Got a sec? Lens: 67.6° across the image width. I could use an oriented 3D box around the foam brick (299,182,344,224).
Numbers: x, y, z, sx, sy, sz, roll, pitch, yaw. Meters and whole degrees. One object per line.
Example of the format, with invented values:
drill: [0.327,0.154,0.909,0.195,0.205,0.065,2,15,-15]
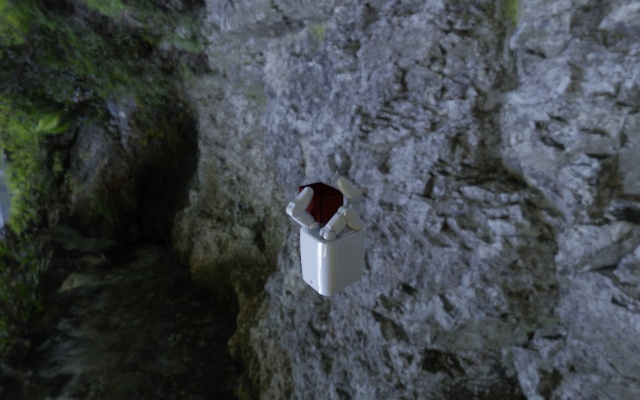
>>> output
foam brick: [0.000,0.003,0.877,0.053,0.051,0.078,-12,22,-29]
